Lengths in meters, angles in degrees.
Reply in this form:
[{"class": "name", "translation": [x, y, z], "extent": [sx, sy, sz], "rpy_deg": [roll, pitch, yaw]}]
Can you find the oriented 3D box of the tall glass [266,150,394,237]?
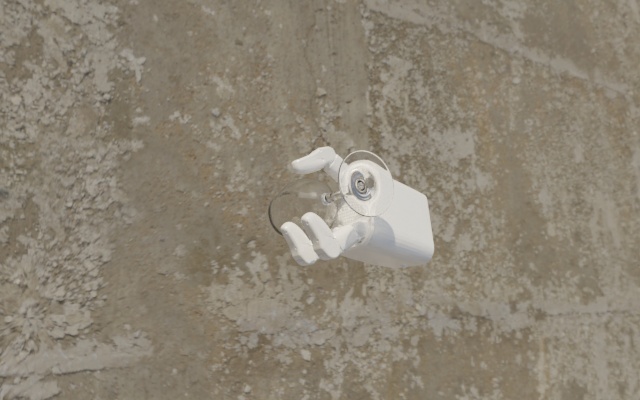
[{"class": "tall glass", "translation": [0.000, 0.002, 0.598], "extent": [0.079, 0.079, 0.201], "rpy_deg": [0, -12, -32]}]
